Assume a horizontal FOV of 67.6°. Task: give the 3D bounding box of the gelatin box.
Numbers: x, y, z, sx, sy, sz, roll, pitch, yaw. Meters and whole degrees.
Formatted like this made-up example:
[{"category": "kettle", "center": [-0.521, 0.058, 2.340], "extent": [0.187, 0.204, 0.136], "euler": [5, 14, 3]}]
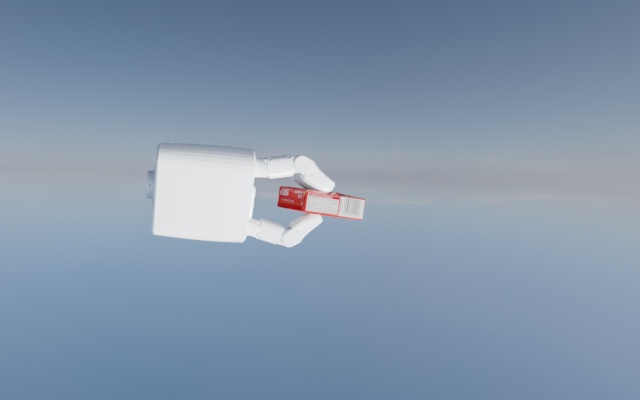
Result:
[{"category": "gelatin box", "center": [0.000, 0.002, 0.608], "extent": [0.089, 0.030, 0.073], "euler": [9, 1, -30]}]
